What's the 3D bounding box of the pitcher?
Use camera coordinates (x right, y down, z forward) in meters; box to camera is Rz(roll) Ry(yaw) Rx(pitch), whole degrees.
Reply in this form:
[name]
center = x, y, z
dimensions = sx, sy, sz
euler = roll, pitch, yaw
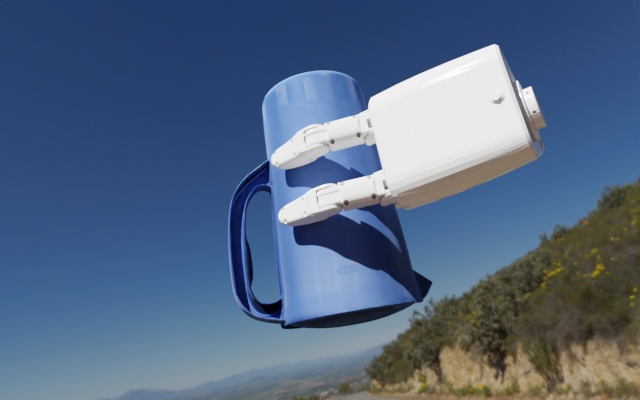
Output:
[pitcher]
center = 0.000, 0.001, 0.473
dimensions = 0.145, 0.242, 0.149
euler = -22, -21, 31
